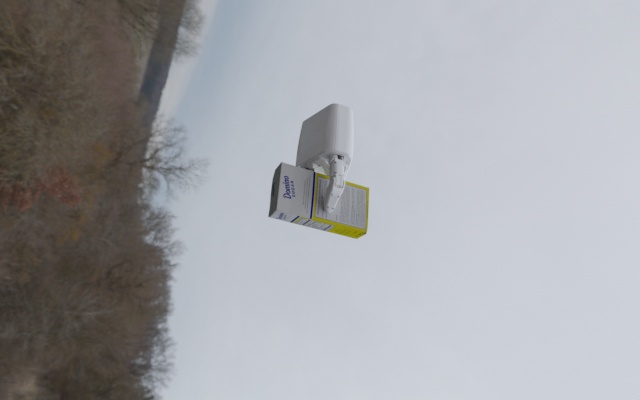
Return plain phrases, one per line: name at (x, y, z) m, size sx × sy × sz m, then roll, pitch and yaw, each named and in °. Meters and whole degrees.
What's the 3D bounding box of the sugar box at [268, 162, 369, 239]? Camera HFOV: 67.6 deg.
sugar box at (0.000, 0.003, 0.839) m, size 0.176 × 0.093 × 0.048 m, roll 15°, pitch -27°, yaw -20°
